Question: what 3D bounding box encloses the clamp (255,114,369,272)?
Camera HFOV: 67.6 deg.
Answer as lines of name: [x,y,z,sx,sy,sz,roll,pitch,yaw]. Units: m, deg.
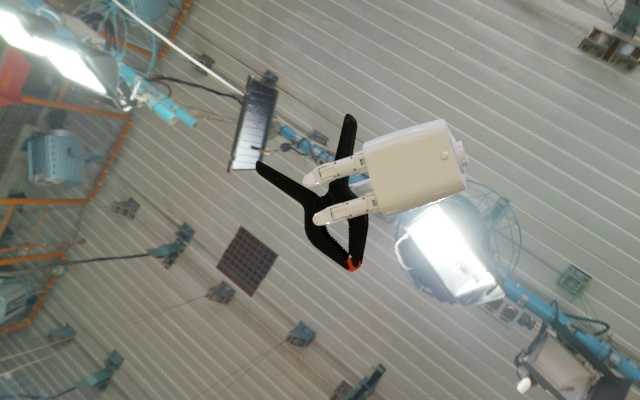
clamp: [0.001,0.003,0.675,0.164,0.210,0.036,-18,-6,20]
